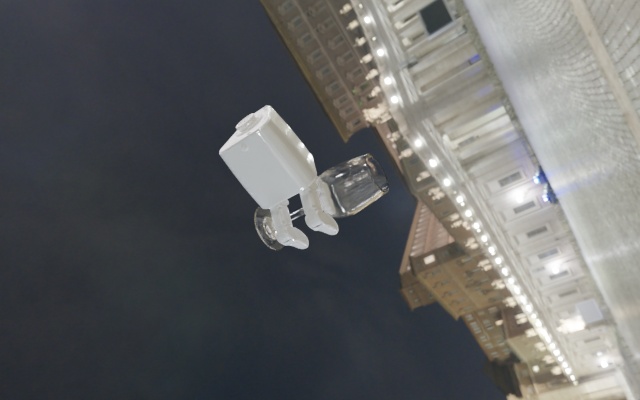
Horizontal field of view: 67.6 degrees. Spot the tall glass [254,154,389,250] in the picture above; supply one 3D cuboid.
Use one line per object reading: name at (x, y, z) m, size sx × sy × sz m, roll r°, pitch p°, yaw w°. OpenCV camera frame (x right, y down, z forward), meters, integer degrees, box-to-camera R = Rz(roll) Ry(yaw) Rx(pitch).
tall glass at (0.000, 0.003, 0.713) m, size 0.201 × 0.079 × 0.079 m, roll -27°, pitch -12°, yaw 25°
